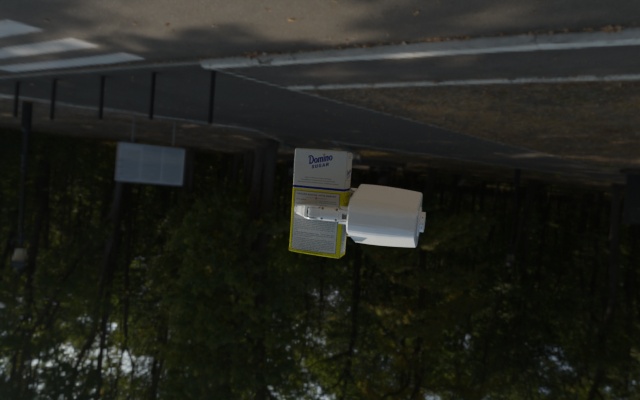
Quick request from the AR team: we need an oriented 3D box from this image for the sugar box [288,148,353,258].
[{"bbox_3d":[0.000,0.003,0.803,0.093,0.176,0.048,7,4,16],"label":"sugar box"}]
